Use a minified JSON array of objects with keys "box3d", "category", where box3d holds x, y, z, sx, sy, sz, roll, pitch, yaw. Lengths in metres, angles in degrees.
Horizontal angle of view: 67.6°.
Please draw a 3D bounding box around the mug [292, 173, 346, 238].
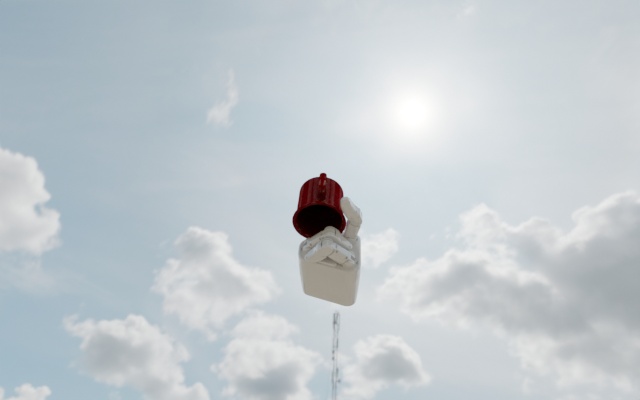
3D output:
[{"box3d":[0.000,0.002,0.839,0.093,0.117,0.081,3,42,2],"category":"mug"}]
